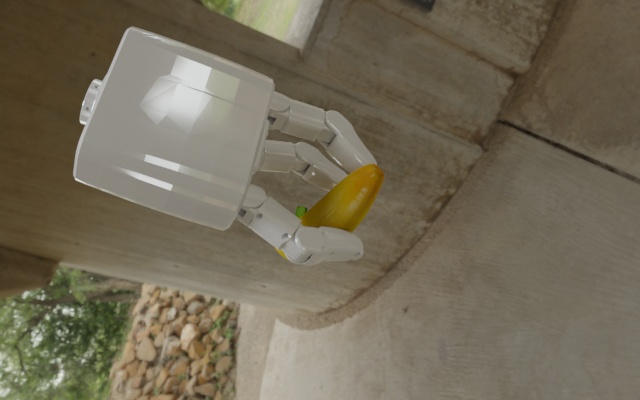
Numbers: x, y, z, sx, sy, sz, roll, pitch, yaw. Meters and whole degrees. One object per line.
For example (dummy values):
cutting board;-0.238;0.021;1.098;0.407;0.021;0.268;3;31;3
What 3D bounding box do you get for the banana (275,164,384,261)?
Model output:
banana;-0.006;0.019;0.416;0.037;0.069;0.198;21;-16;-16
